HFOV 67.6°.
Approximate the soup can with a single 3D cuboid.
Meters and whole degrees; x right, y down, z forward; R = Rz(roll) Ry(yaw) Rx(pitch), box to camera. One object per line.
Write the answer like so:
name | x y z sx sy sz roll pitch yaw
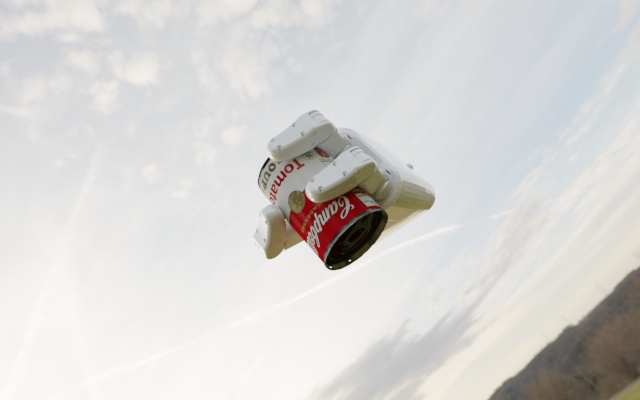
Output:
soup can | 0.000 0.001 0.417 0.068 0.068 0.102 0 40 -52
